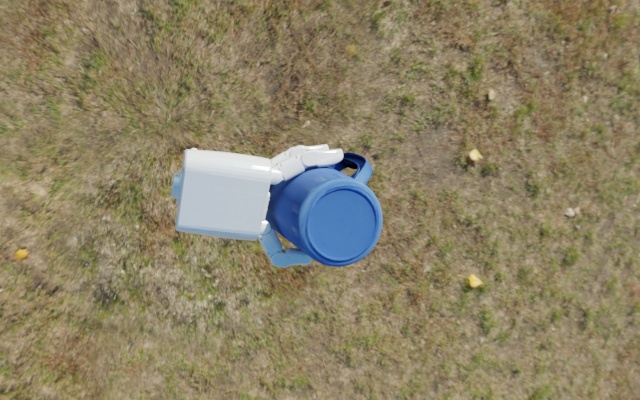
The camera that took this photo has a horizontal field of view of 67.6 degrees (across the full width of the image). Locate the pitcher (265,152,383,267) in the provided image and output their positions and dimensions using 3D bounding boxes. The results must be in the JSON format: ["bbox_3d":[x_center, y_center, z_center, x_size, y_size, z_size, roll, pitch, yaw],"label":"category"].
[{"bbox_3d":[0.000,0.002,0.669,0.145,0.149,0.243,7,7,-18],"label":"pitcher"}]
